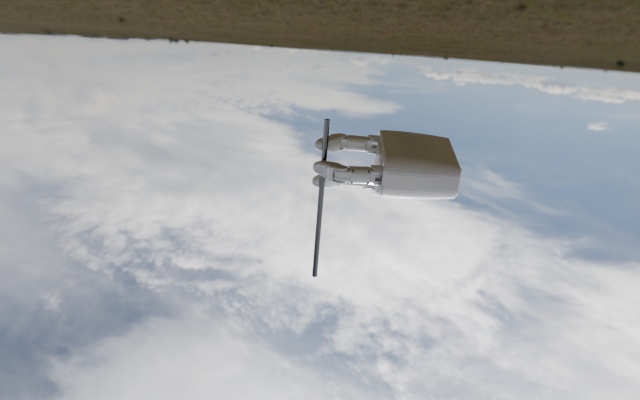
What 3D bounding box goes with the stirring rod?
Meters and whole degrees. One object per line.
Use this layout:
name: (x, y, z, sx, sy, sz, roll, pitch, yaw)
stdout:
stirring rod: (0.000, 0.002, 0.692, 0.011, 0.240, 0.011, 4, 19, -1)
